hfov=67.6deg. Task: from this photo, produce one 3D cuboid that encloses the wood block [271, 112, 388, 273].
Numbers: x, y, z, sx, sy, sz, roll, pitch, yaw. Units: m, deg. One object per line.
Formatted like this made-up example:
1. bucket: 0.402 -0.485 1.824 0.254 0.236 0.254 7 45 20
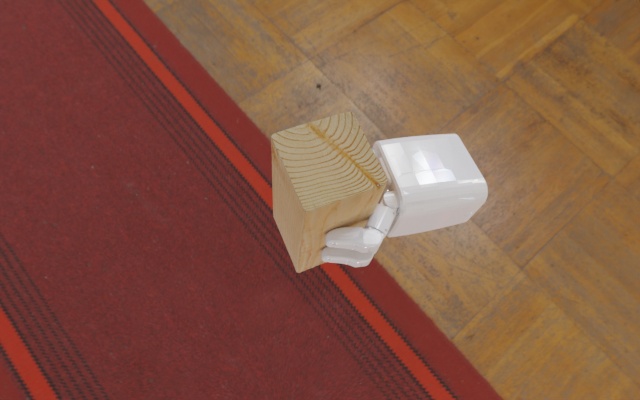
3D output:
1. wood block: 0.000 0.001 0.551 0.090 0.090 0.206 -19 -21 -13
